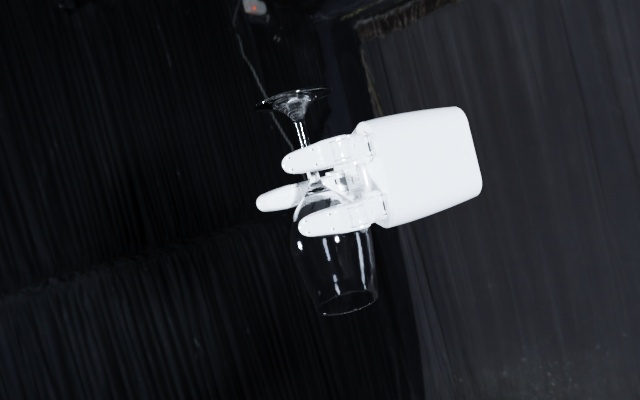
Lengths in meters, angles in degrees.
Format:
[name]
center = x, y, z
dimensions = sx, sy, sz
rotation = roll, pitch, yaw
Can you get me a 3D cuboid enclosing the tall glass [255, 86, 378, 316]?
[tall glass]
center = 0.000, 0.001, 0.448
dimensions = 0.079, 0.201, 0.079
rotation = -14, 2, 1
